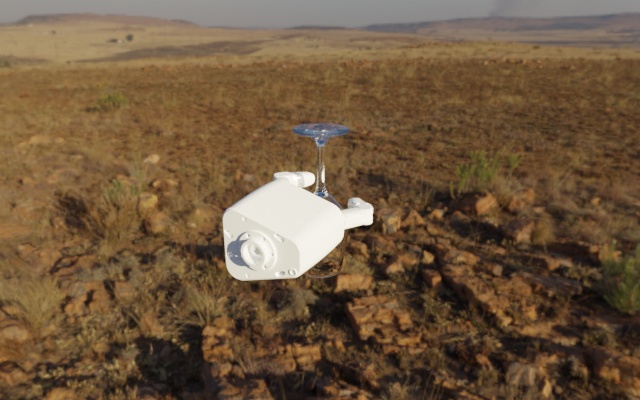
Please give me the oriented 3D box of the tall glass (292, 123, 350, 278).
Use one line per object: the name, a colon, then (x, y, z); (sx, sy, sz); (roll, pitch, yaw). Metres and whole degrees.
tall glass: (0.000, 0.001, 0.645); (0.079, 0.201, 0.079); (0, 21, 0)
